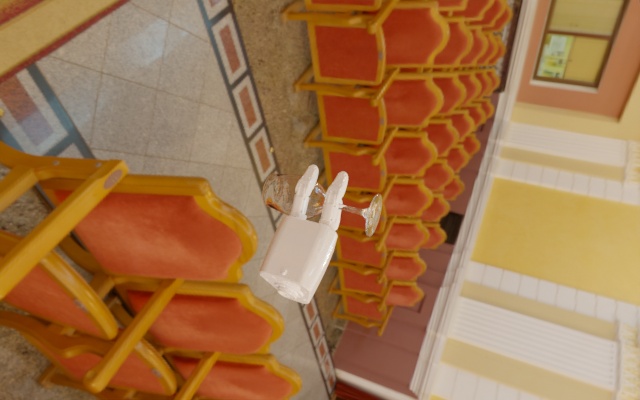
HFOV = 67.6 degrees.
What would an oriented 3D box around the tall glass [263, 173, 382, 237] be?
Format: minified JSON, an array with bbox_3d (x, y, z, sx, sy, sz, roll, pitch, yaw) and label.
[{"bbox_3d":[0.001,0.003,0.833,0.201,0.079,0.079,14,5,21],"label":"tall glass"}]
